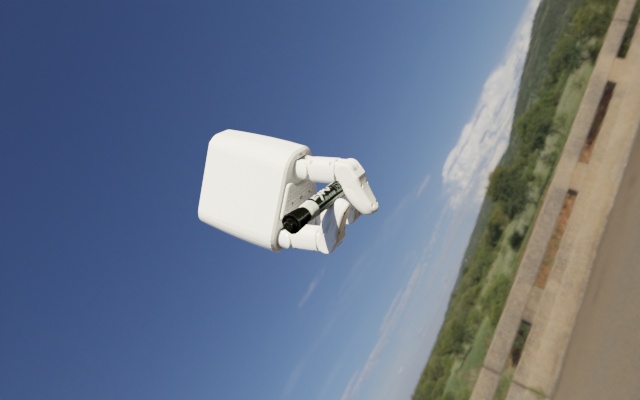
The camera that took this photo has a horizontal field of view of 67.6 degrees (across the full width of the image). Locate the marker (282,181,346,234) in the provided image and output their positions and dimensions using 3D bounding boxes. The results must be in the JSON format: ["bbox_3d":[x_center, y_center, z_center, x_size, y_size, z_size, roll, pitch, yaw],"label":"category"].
[{"bbox_3d":[0.000,0.001,0.454,0.020,0.020,0.121,0,20,30],"label":"marker"}]
